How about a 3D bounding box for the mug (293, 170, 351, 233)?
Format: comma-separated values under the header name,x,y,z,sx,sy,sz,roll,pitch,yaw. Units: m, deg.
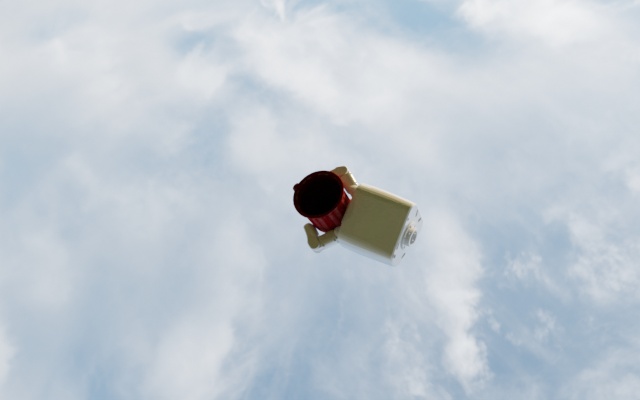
name,x,y,z,sx,sy,sz,roll,pitch,yaw
mug,-0.001,0.002,0.848,0.117,0.093,0.081,23,-16,31
